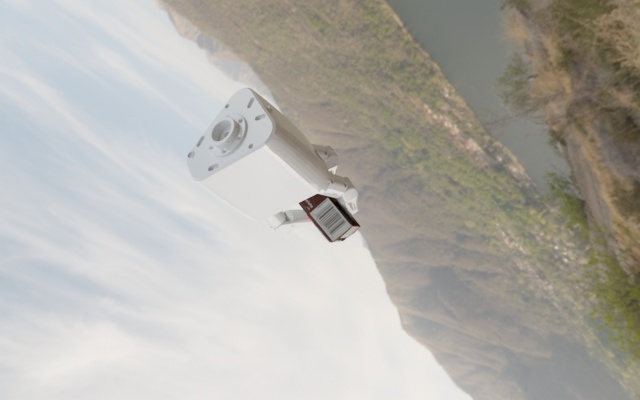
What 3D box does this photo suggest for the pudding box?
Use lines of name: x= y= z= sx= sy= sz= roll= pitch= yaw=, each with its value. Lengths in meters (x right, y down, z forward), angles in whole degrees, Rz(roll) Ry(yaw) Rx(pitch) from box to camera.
pudding box: x=0.000 y=0.002 z=0.626 sx=0.039 sy=0.113 sz=0.090 roll=-39 pitch=-9 yaw=8
